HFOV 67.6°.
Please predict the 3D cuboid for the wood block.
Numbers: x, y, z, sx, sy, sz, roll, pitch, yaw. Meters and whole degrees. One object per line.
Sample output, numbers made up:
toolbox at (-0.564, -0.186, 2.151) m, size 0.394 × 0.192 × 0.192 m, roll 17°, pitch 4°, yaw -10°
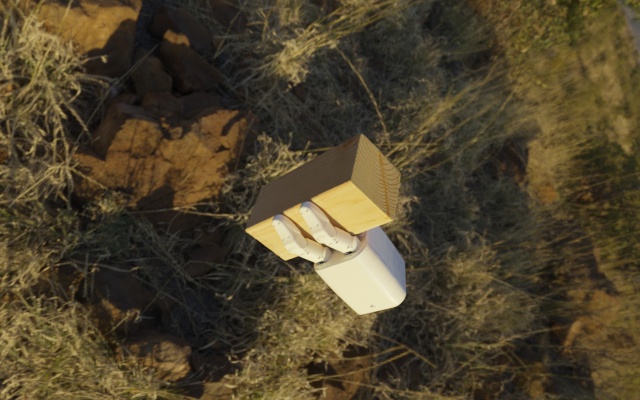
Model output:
wood block at (0.001, 0.002, 0.678) m, size 0.206 × 0.090 × 0.090 m, roll -25°, pitch -54°, yaw 38°
